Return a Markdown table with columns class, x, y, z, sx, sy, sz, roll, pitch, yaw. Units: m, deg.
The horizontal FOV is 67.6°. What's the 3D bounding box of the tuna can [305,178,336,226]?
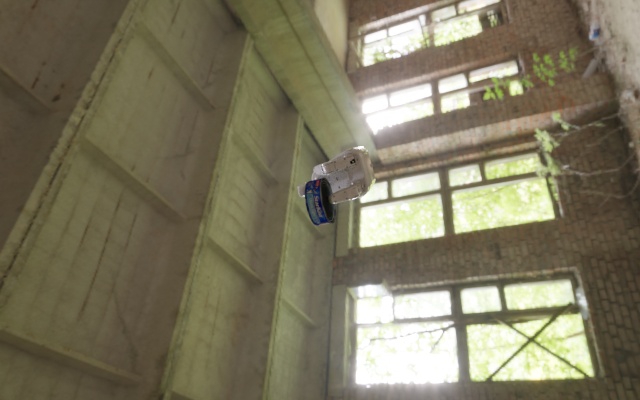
| class | x | y | z | sx | sy | sz | roll | pitch | yaw |
| --- | --- | --- | --- | --- | --- | --- | --- | --- | --- |
| tuna can | 0.000 | 0.003 | 0.883 | 0.034 | 0.086 | 0.086 | -11 | -3 | 16 |
